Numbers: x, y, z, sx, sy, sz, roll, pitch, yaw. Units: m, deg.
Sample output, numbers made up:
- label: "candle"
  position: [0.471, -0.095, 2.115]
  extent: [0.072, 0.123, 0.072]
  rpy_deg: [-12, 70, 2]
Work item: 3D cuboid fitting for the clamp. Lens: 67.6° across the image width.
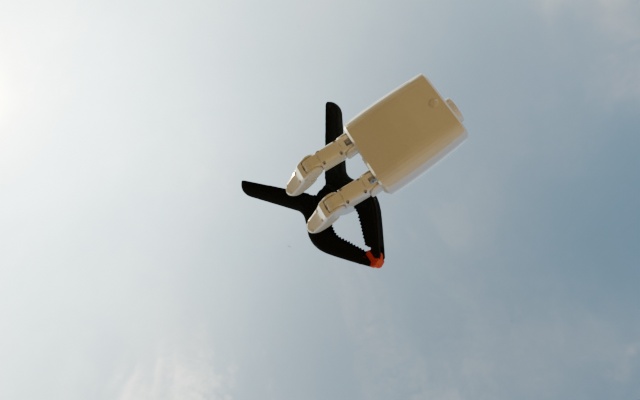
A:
- label: "clamp"
  position: [0.001, 0.002, 0.581]
  extent: [0.164, 0.210, 0.036]
  rpy_deg: [-36, -23, 13]
